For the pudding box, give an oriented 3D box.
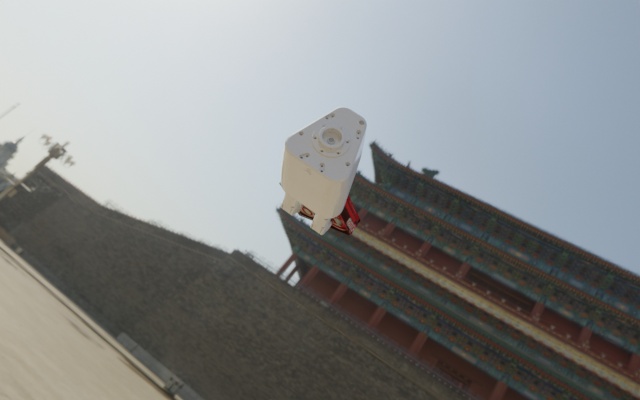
[{"bbox_3d":[0.000,0.002,0.760,0.113,0.039,0.090,22,-27,37],"label":"pudding box"}]
